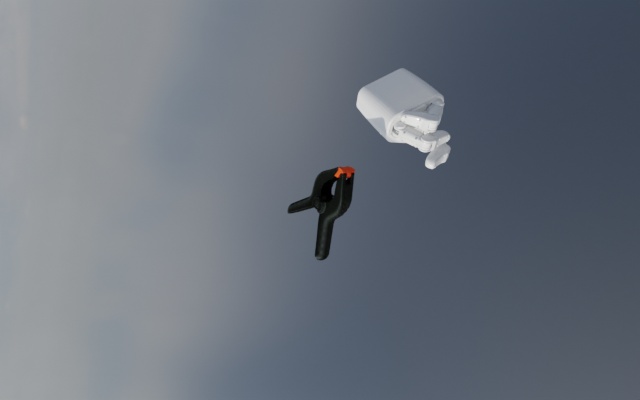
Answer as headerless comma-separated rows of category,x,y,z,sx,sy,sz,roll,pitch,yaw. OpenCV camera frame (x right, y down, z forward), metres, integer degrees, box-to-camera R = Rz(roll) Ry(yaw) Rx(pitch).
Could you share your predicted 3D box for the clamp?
clamp,0.000,0.003,0.794,0.039,0.171,0.120,-11,46,-46
